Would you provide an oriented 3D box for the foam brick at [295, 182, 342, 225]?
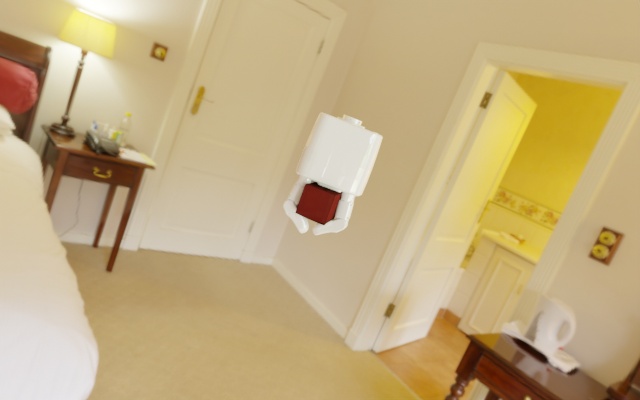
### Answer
[{"bbox_3d":[0.000,0.003,0.778,0.053,0.051,0.078,22,11,10],"label":"foam brick"}]
